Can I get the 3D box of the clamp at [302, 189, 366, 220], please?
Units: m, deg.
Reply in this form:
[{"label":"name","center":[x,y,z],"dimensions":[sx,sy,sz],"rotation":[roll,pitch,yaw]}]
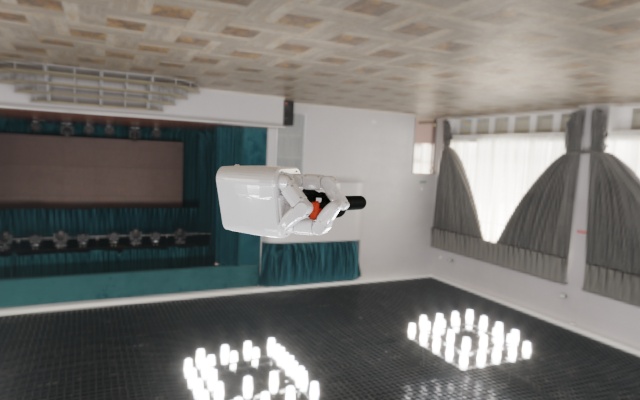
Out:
[{"label":"clamp","center":[0.000,0.003,0.812],"dimensions":[0.120,0.039,0.171],"rotation":[5,6,21]}]
